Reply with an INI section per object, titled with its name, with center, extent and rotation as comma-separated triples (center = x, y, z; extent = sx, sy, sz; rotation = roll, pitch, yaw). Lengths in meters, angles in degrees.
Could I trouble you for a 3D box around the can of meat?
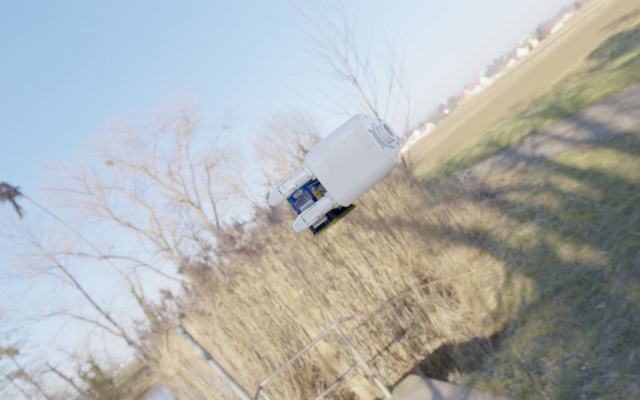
[can of meat]
center = 0.000, 0.002, 0.767
extent = 0.057, 0.084, 0.102
rotation = -39, -2, 30
